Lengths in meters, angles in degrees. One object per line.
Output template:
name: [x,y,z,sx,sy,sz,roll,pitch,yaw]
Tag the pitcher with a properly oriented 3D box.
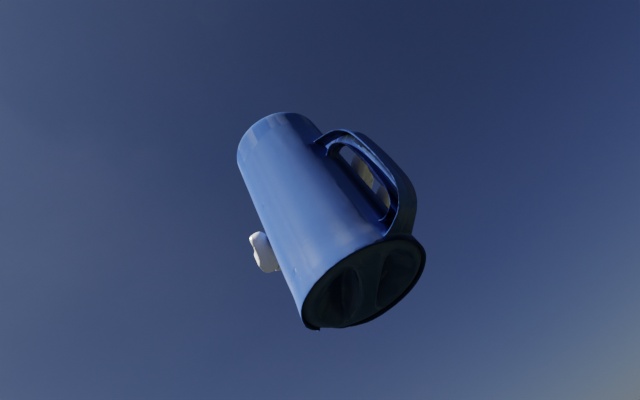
pitcher: [0.000,0.002,0.516,0.149,0.242,0.145,-30,-39,-3]
